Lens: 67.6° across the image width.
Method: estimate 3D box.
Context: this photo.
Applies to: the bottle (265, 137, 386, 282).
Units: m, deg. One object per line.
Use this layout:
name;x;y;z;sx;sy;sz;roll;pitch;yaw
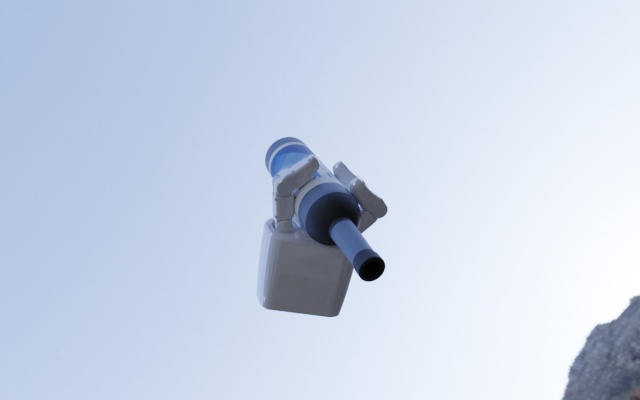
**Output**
bottle;0.000;0.002;0.564;0.069;0.069;0.295;0;25;-21
